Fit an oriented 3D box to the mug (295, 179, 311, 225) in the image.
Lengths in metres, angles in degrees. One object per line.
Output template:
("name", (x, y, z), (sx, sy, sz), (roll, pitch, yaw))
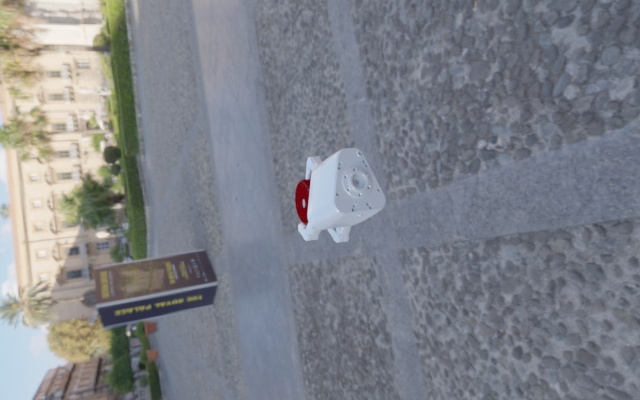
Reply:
("mug", (-0.001, 0.003, 0.878), (0.081, 0.093, 0.117), (-6, -12, -24))
